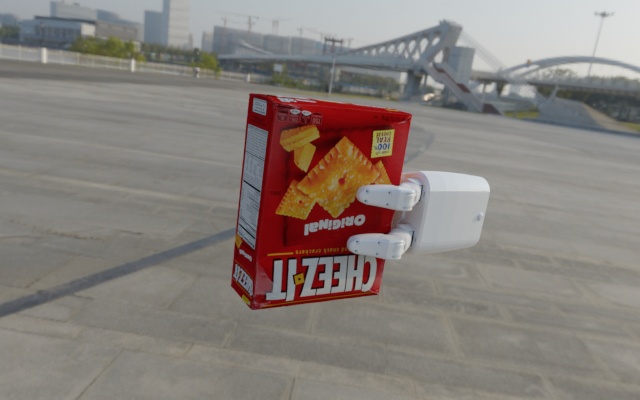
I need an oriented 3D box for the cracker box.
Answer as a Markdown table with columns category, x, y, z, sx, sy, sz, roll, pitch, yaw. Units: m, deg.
| category | x | y | z | sx | sy | sz | roll | pitch | yaw |
| --- | --- | --- | --- | --- | --- | --- | --- | --- | --- |
| cracker box | 0.000 | 0.001 | 0.515 | 0.164 | 0.214 | 0.072 | 0 | 16 | -29 |
